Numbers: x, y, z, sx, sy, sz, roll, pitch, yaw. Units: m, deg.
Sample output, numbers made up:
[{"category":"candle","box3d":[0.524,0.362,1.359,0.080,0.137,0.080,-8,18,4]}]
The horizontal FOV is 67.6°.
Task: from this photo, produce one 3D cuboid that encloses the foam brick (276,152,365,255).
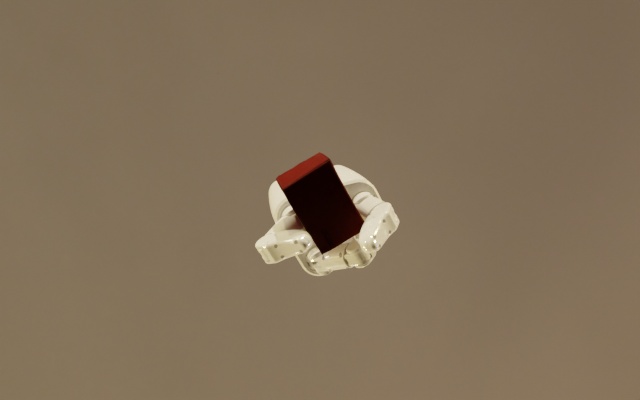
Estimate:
[{"category":"foam brick","box3d":[0.000,0.001,0.456,0.053,0.078,0.051,-30,19,-2]}]
